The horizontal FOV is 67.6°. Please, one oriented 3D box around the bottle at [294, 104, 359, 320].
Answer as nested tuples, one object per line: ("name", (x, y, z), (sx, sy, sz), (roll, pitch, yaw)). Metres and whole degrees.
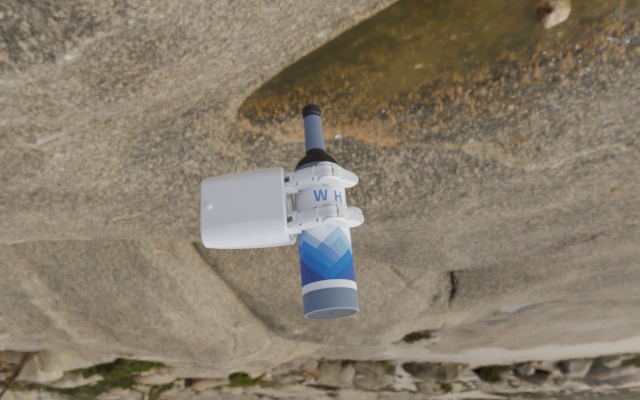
("bottle", (0.000, 0.002, 0.629), (0.069, 0.295, 0.069), (-5, -24, -2))
